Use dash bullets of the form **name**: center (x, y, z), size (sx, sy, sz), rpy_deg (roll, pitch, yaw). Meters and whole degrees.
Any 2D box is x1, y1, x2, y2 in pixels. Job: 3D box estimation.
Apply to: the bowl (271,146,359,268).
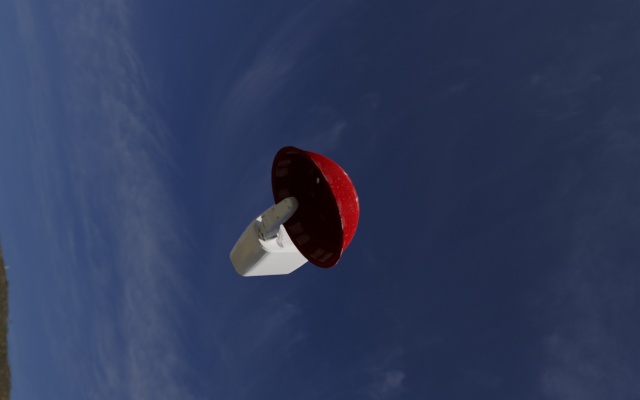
- **bowl**: center (0.001, 0.002, 0.610), size (0.055, 0.162, 0.162), rpy_deg (-21, 10, -28)
